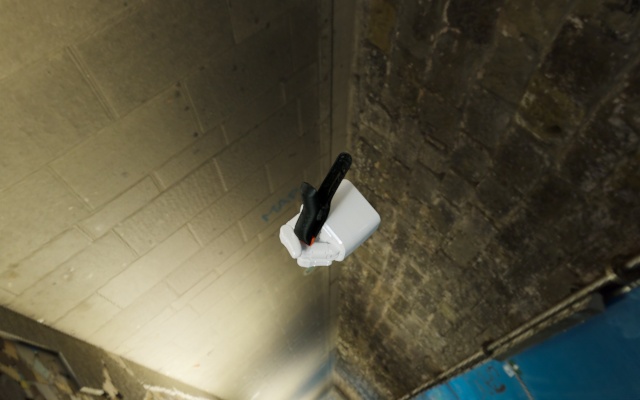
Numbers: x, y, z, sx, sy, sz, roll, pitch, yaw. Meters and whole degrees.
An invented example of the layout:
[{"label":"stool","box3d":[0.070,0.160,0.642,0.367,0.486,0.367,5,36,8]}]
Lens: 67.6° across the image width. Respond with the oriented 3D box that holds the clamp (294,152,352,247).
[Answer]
[{"label":"clamp","box3d":[0.000,0.003,0.755,0.120,0.039,0.172,-38,-21,-34]}]
